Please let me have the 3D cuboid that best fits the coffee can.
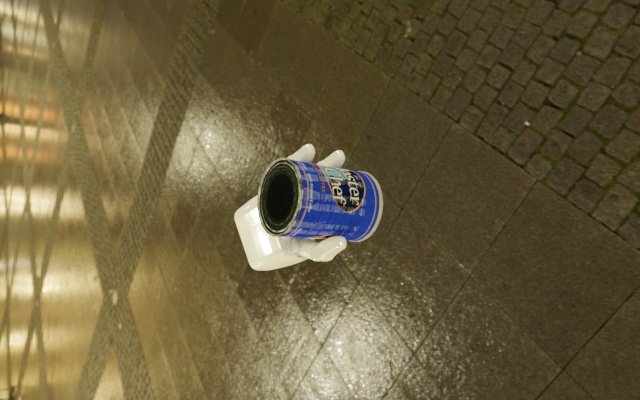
[{"bbox_3d":[0.000,0.002,0.652,0.140,0.103,0.103,7,-4,-38],"label":"coffee can"}]
